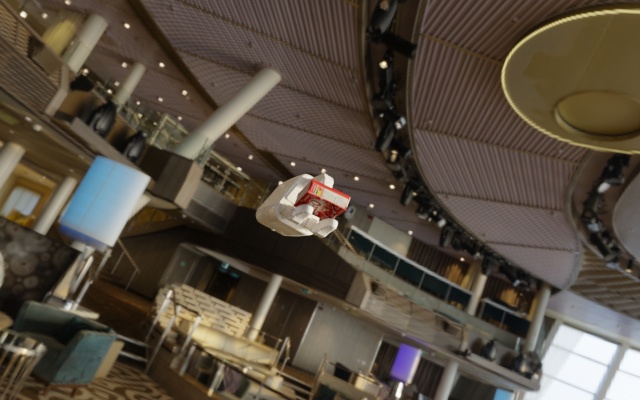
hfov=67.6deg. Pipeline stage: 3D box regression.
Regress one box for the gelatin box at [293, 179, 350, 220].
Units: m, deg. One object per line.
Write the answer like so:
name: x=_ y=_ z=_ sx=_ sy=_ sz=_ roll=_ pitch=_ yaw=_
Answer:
gelatin box: x=0.000 y=0.002 z=0.832 sx=0.073 sy=0.030 sz=0.089 roll=25 pitch=-23 yaw=-12
